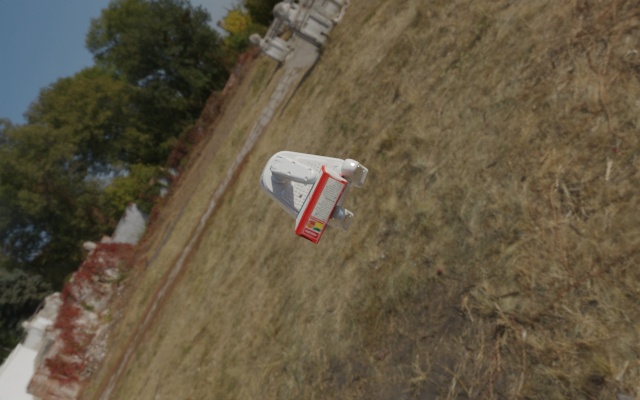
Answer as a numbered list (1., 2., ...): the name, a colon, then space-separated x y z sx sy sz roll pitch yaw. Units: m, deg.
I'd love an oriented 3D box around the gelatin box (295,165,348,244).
1. gelatin box: 0.000 0.002 0.532 0.030 0.073 0.089 26 7 -5
